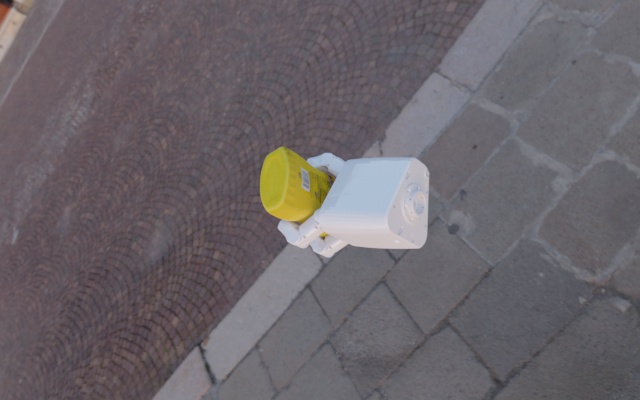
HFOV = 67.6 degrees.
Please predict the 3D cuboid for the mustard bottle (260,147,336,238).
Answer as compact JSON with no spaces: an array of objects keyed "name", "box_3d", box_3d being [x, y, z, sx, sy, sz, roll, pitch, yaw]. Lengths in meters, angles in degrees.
[{"name":"mustard bottle","box_3d":[0.000,0.002,0.691,0.058,0.096,0.192,-28,-38,32]}]
